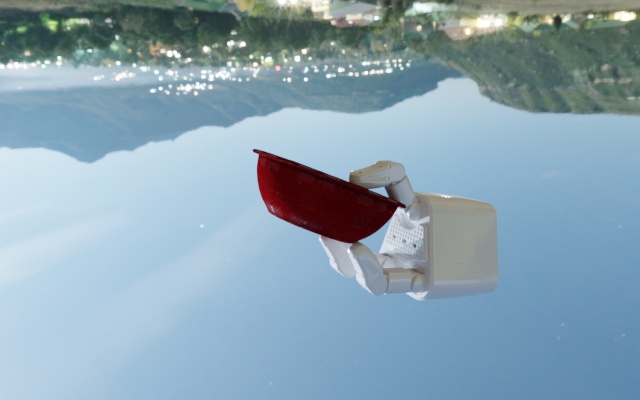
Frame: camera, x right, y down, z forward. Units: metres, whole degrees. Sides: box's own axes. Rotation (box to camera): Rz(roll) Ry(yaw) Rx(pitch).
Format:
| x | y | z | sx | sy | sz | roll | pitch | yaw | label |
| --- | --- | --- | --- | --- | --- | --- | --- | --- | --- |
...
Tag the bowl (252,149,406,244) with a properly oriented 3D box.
| x | y | z | sx | sy | sz | roll | pitch | yaw | label |
| --- | --- | --- | --- | --- | --- | --- | --- | --- | --- |
| -0.001 | 0.002 | 0.476 | 0.162 | 0.055 | 0.162 | 21 | 1 | -1 | bowl |
